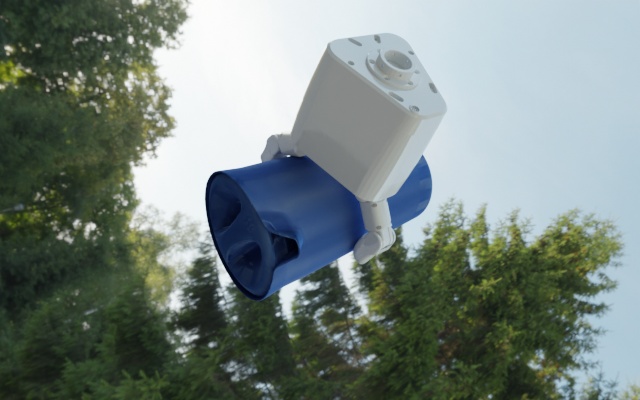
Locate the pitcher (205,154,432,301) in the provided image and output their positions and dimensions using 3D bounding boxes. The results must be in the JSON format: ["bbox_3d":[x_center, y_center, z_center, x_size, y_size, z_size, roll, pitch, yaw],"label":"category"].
[{"bbox_3d":[0.000,0.002,0.537,0.243,0.149,0.145,-19,-28,-33],"label":"pitcher"}]
